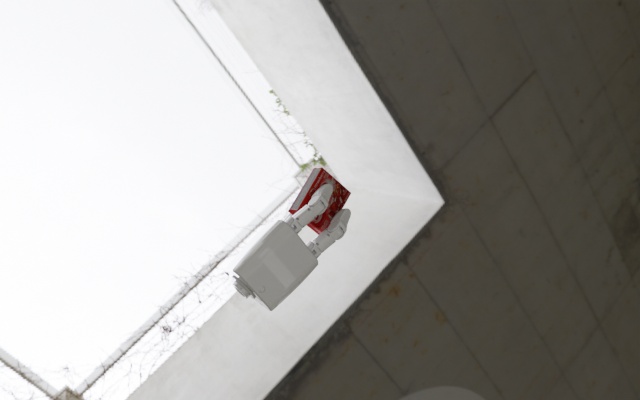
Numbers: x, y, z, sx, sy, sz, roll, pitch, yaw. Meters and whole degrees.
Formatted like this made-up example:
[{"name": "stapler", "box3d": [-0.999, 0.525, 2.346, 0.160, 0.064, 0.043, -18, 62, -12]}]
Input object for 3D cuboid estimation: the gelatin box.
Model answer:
[{"name": "gelatin box", "box3d": [0.000, 0.002, 0.779, 0.073, 0.089, 0.030, 39, -20, -28]}]
